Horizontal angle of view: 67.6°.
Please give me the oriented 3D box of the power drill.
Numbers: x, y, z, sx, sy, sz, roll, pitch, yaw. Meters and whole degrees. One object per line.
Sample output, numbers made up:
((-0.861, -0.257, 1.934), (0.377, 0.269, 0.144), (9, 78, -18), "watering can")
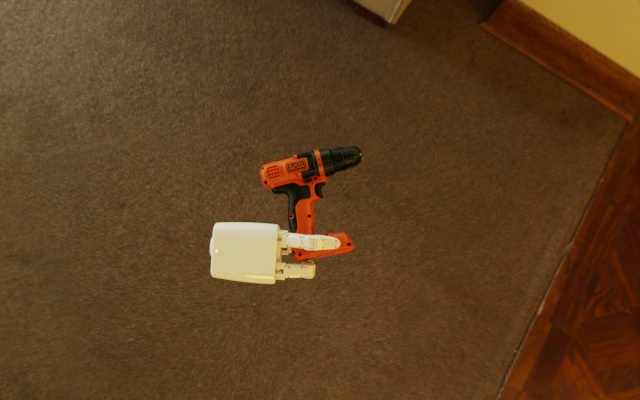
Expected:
((0.000, 0.003, 0.836), (0.184, 0.187, 0.057), (-14, -13, 1), "power drill")
